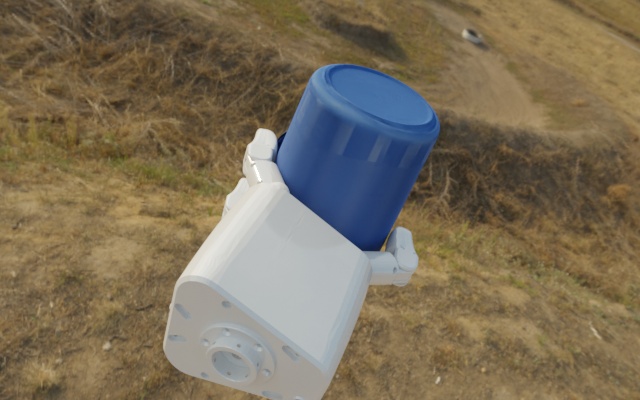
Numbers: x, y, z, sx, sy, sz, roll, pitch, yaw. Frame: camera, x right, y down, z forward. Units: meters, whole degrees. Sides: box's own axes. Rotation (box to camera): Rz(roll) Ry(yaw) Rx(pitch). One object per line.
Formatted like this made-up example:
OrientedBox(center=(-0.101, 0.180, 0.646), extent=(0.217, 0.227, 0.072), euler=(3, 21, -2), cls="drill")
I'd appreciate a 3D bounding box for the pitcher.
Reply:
OrientedBox(center=(0.000, 0.002, 0.438), extent=(0.149, 0.243, 0.145), euler=(26, 35, 3), cls="pitcher")
